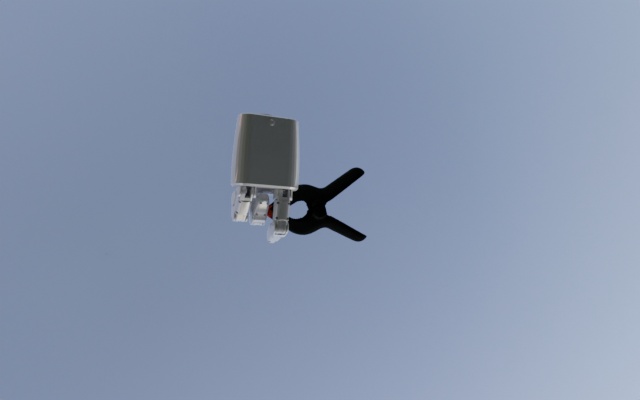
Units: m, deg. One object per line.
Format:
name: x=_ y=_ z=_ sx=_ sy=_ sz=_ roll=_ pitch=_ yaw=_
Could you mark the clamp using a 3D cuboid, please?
clamp: x=0.000 y=0.003 z=0.754 sx=0.171 sy=0.120 sz=0.039 roll=4 pitch=-2 yaw=-24
